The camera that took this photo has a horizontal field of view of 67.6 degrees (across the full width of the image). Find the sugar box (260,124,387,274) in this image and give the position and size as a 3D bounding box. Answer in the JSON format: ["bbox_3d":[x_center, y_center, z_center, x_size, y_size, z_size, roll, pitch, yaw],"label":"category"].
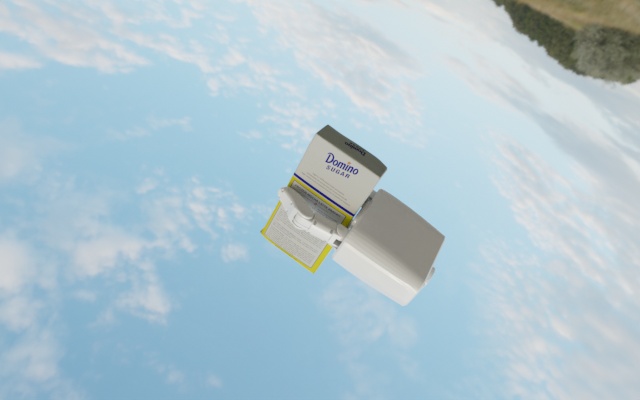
[{"bbox_3d":[0.000,0.002,0.604,0.093,0.176,0.048,36,32,4],"label":"sugar box"}]
